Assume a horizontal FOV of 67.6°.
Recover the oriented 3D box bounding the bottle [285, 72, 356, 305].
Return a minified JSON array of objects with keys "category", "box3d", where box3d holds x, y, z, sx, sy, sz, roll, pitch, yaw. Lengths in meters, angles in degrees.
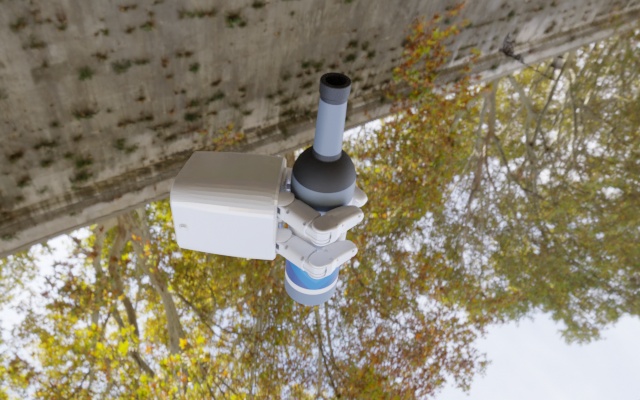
[{"category":"bottle","box3d":[0.000,0.002,0.513,0.069,0.296,0.069,4,44,-4]}]
